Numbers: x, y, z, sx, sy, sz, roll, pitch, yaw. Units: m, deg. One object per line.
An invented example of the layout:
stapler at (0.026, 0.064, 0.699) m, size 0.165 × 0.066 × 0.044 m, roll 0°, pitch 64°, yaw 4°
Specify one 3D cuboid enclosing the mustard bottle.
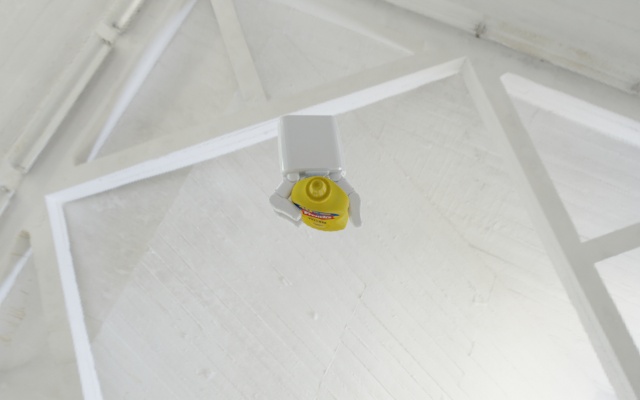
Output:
mustard bottle at (0.000, 0.003, 0.803) m, size 0.096 × 0.058 × 0.192 m, roll 16°, pitch -15°, yaw 7°
